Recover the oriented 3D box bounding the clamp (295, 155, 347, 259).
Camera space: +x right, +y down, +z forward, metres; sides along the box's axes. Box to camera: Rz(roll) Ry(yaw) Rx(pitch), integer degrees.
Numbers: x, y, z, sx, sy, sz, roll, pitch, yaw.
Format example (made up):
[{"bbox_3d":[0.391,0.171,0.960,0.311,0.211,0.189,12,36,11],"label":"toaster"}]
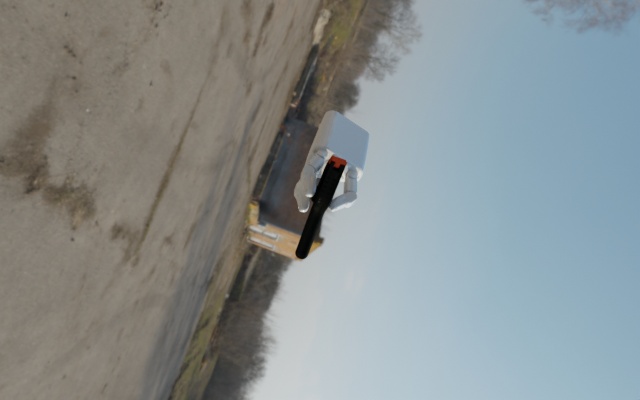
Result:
[{"bbox_3d":[0.001,0.003,0.872,0.036,0.164,0.210,18,-35,-6],"label":"clamp"}]
